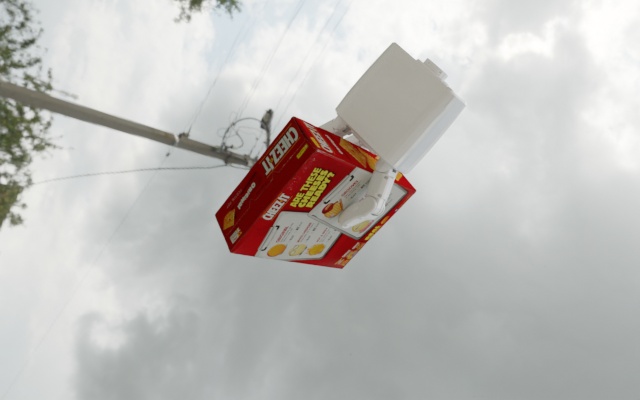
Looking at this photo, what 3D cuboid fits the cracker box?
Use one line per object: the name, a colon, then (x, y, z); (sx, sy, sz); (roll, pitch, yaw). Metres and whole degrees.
cracker box: (0.000, 0.002, 0.611); (0.214, 0.164, 0.072); (17, 31, -48)
